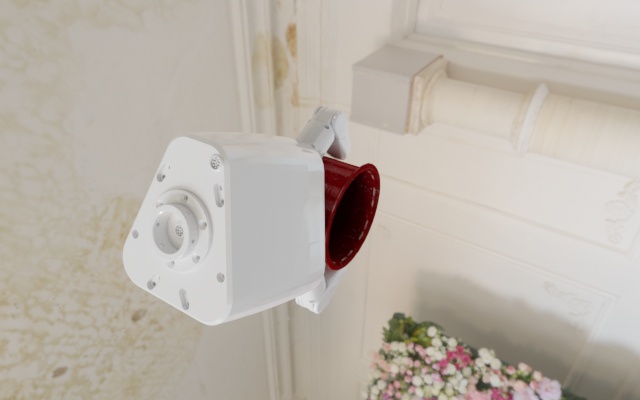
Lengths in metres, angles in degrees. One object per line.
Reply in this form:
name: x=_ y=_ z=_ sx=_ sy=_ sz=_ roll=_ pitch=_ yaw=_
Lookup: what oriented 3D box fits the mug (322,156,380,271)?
mug: x=0.001 y=0.001 z=0.421 sx=0.081 sy=0.093 sz=0.117 roll=20 pitch=12 yaw=26
